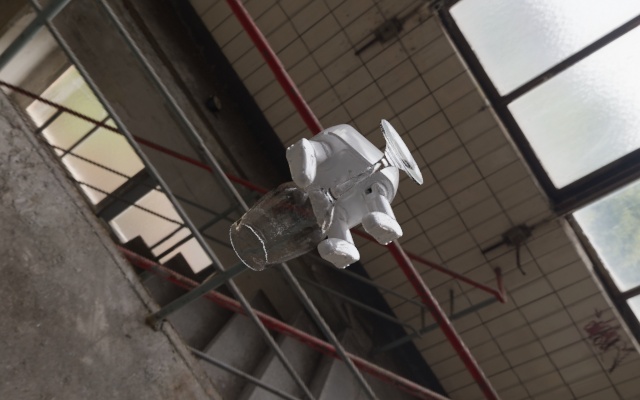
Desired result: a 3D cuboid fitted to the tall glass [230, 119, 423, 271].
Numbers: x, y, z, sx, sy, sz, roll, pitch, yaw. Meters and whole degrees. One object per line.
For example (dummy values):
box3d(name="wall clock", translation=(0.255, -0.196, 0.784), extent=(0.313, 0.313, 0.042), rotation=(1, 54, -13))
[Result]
box3d(name="tall glass", translation=(0.001, 0.001, 0.496), extent=(0.201, 0.079, 0.079), rotation=(-32, -12, 20))
